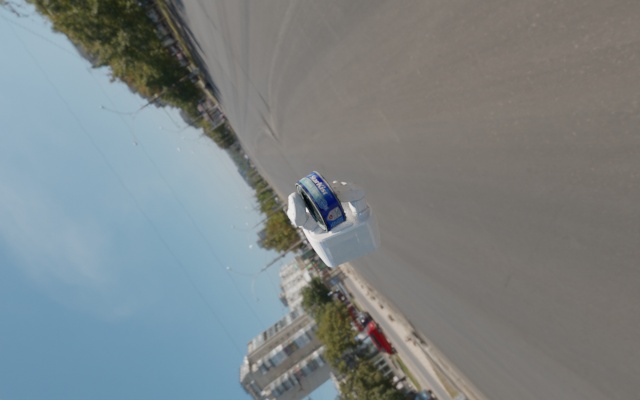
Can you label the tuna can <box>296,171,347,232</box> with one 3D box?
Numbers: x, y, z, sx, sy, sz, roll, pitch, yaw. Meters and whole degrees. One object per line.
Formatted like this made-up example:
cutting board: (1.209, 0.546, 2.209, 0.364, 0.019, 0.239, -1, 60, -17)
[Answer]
tuna can: (0.000, 0.003, 0.683, 0.034, 0.086, 0.086, -32, 6, -10)
